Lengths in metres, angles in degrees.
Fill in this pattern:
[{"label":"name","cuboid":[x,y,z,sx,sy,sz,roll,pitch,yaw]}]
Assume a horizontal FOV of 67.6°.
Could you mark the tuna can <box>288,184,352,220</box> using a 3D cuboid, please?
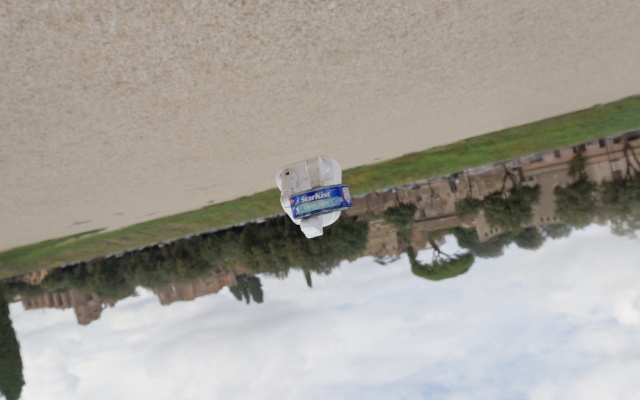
[{"label":"tuna can","cuboid":[0.000,0.003,0.666,0.086,0.034,0.086,-12,-4,-1]}]
